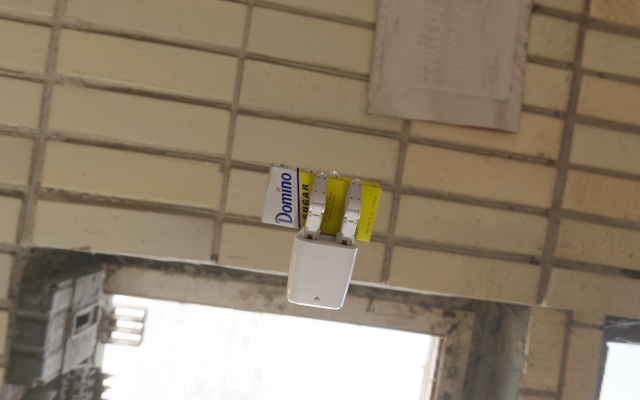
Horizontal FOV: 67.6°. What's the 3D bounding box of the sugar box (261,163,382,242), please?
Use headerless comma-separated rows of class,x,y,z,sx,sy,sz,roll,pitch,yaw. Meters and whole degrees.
sugar box,0.000,0.003,0.757,0.176,0.093,0.048,10,10,-7
